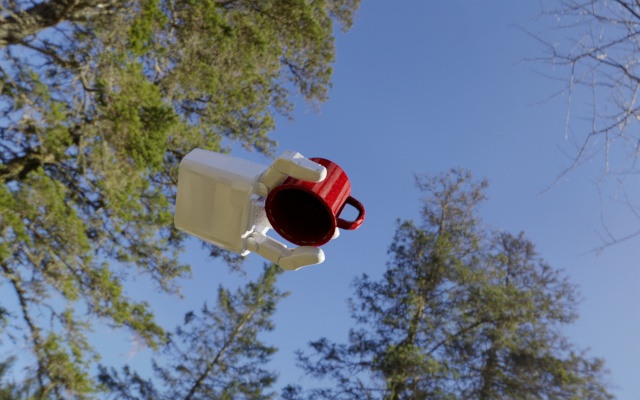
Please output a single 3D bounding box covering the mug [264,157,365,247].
[{"bbox_3d":[0.002,0.002,0.599,0.117,0.093,0.081,18,39,13],"label":"mug"}]
